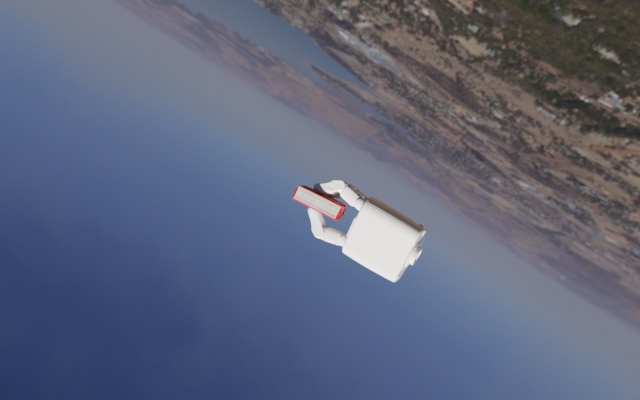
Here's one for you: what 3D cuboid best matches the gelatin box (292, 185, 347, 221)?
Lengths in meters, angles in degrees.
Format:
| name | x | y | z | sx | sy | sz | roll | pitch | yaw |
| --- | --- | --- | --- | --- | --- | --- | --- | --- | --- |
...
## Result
| name | x | y | z | sx | sy | sz | roll | pitch | yaw |
| --- | --- | --- | --- | --- | --- | --- | --- | --- | --- |
| gelatin box | 0.000 | 0.003 | 0.848 | 0.089 | 0.030 | 0.073 | 26 | 4 | 7 |
